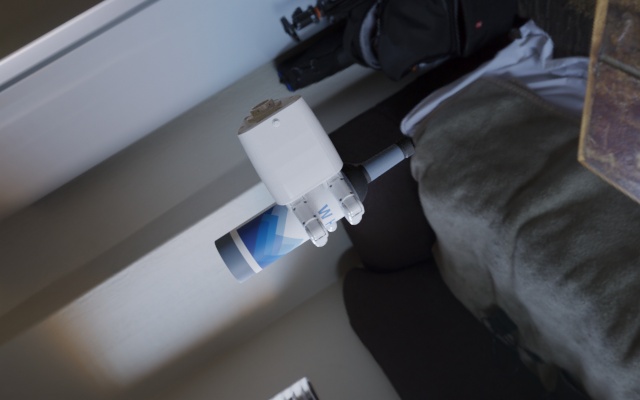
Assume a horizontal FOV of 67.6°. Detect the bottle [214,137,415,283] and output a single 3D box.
[{"bbox_3d":[0.000,0.002,0.648,0.295,0.069,0.069,-33,3,-6],"label":"bottle"}]
